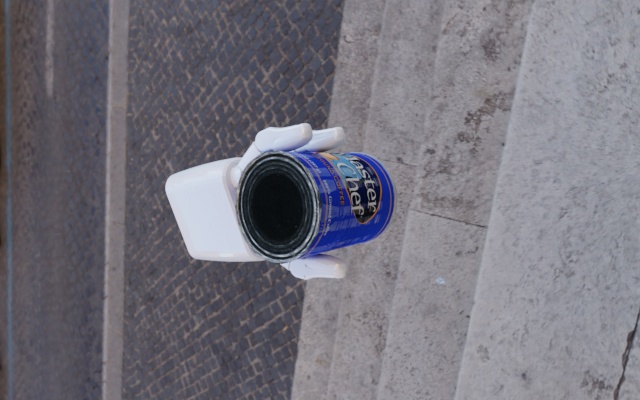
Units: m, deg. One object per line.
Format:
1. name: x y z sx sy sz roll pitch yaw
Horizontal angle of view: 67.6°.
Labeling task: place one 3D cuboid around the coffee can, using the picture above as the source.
1. coffee can: 0.000 0.002 0.483 0.103 0.103 0.140 0 4 37
